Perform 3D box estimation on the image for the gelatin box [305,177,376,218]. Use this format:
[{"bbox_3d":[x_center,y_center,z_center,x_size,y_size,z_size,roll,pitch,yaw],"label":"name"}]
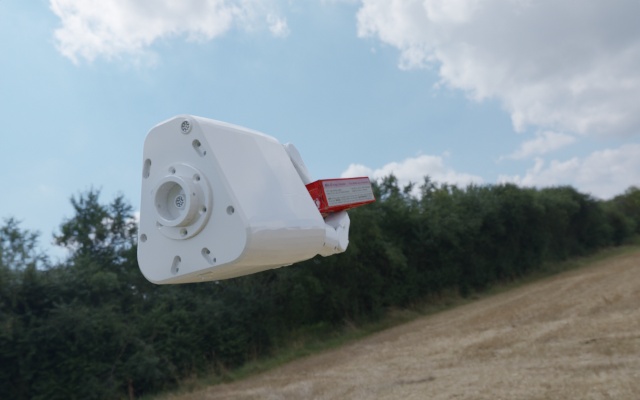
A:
[{"bbox_3d":[0.000,0.001,0.471,0.073,0.030,0.089,-19,-6,36],"label":"gelatin box"}]
